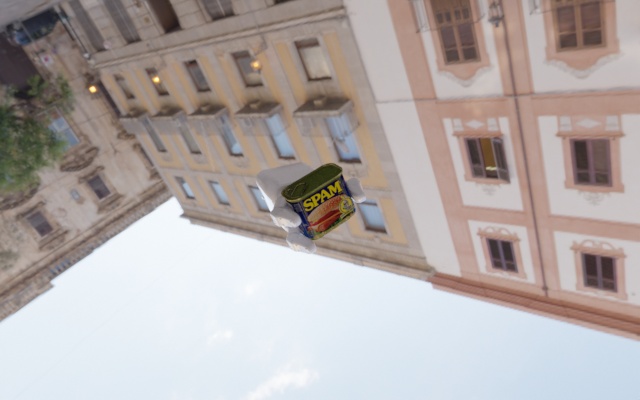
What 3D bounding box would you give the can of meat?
[{"bbox_3d":[0.000,0.003,0.767,0.102,0.084,0.057,-32,30,-15],"label":"can of meat"}]
